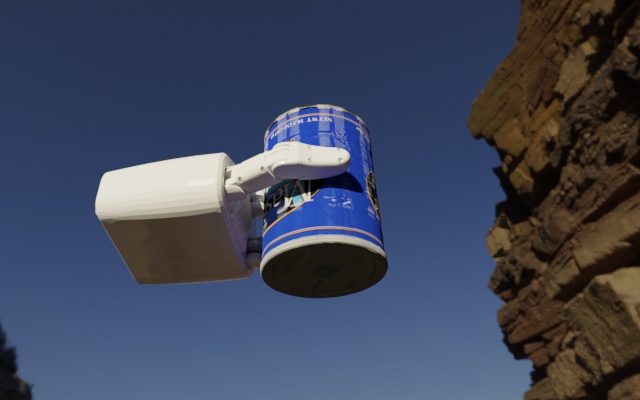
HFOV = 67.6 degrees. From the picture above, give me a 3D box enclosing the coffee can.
[{"bbox_3d":[0.000,0.001,0.423,0.103,0.140,0.103,-2,-34,-1],"label":"coffee can"}]
